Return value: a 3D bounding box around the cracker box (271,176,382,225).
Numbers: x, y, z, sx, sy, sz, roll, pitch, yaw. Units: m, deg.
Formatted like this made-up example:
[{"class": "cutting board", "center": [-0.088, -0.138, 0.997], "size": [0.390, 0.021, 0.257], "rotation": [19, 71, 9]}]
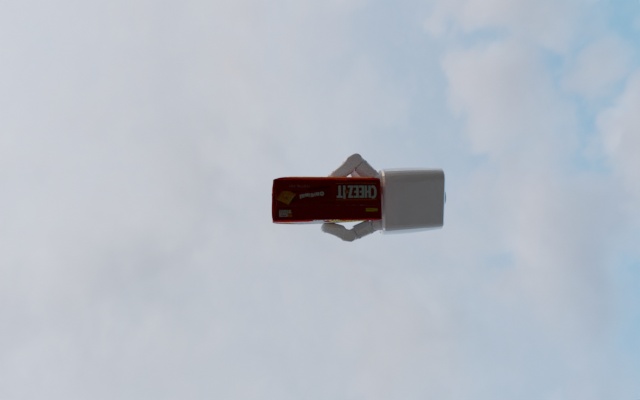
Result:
[{"class": "cracker box", "center": [0.000, 0.003, 0.802], "size": [0.164, 0.072, 0.214], "rotation": [-1, -4, -6]}]
